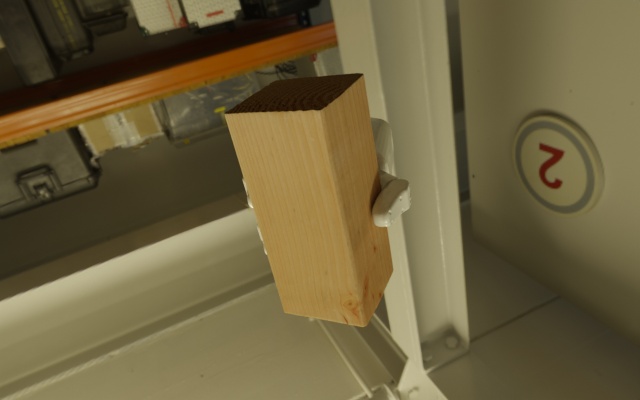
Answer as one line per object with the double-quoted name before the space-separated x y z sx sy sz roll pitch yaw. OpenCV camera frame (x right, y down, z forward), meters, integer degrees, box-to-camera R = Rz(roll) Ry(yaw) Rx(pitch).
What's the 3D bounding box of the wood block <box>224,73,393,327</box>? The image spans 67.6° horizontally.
"wood block" 0.001 0.001 0.433 0.091 0.206 0.090 2 31 27
